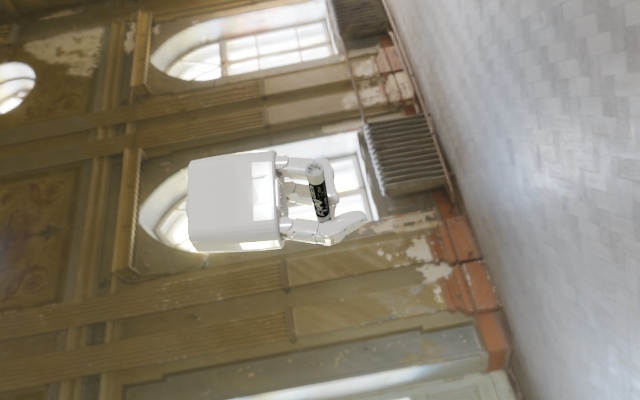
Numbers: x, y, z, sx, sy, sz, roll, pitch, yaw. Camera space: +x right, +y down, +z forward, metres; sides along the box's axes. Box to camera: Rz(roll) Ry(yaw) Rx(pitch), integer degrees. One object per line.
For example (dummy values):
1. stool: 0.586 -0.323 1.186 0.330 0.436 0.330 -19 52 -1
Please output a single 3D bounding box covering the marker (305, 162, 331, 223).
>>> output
1. marker: 0.000 0.002 0.526 0.020 0.020 0.121 0 -33 7
